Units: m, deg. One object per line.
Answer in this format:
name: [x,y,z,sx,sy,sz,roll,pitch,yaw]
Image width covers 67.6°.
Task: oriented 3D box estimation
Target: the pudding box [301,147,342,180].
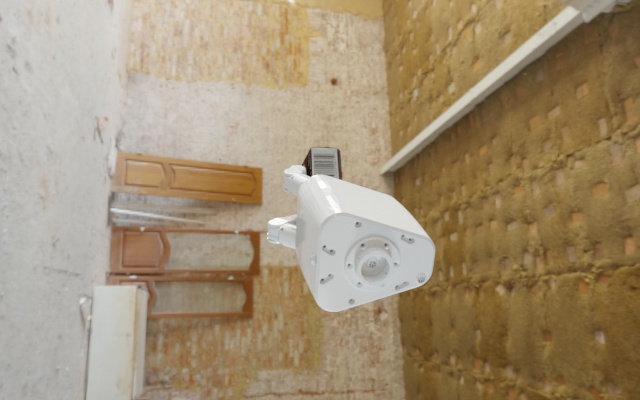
pudding box: [0.000,0.002,0.570,0.039,0.113,0.090,1,-10,-10]
